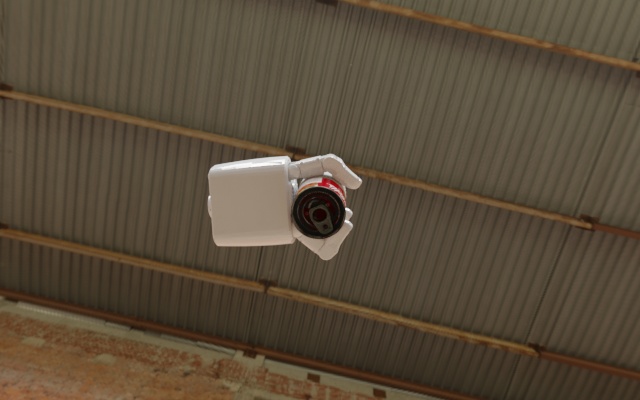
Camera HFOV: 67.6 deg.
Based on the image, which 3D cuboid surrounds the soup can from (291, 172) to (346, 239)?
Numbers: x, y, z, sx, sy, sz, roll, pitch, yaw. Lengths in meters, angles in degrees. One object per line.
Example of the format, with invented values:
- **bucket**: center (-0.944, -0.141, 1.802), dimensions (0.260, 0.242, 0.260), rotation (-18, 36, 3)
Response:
- **soup can**: center (0.001, 0.002, 0.629), dimensions (0.068, 0.068, 0.102), rotation (0, 16, 4)
